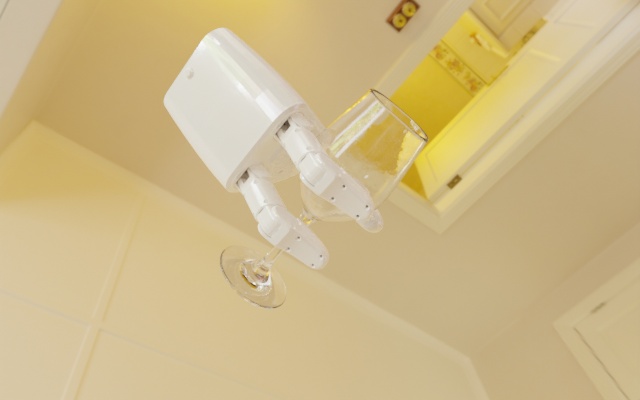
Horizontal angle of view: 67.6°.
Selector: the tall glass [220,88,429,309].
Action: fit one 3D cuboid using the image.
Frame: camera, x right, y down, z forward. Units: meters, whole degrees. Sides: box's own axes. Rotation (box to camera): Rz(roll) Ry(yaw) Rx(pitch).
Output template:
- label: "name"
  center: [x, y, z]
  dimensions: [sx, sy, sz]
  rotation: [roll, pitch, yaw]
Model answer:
- label: "tall glass"
  center: [0.000, 0.002, 0.410]
  dimensions: [0.201, 0.079, 0.079]
  rotation: [-48, -21, 20]
